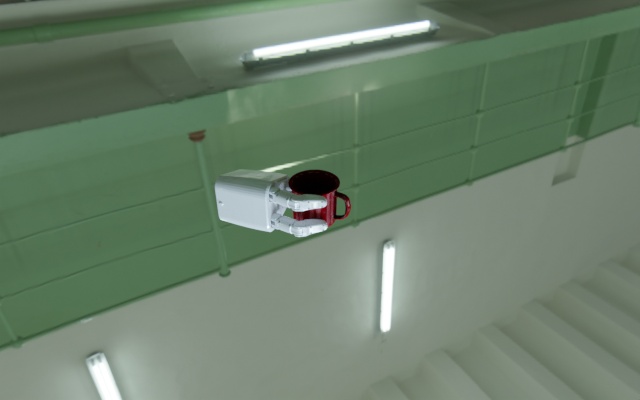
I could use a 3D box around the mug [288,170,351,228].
[{"bbox_3d":[0.002,0.003,0.872,0.117,0.082,0.093,12,35,18],"label":"mug"}]
